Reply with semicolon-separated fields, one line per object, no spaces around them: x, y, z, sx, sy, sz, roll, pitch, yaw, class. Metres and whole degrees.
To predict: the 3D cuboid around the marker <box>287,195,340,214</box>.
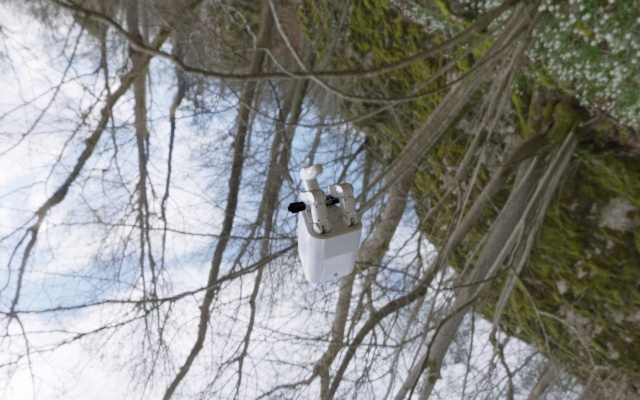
0.000;0.003;0.815;0.121;0.020;0.020;-13;6;-26;marker
